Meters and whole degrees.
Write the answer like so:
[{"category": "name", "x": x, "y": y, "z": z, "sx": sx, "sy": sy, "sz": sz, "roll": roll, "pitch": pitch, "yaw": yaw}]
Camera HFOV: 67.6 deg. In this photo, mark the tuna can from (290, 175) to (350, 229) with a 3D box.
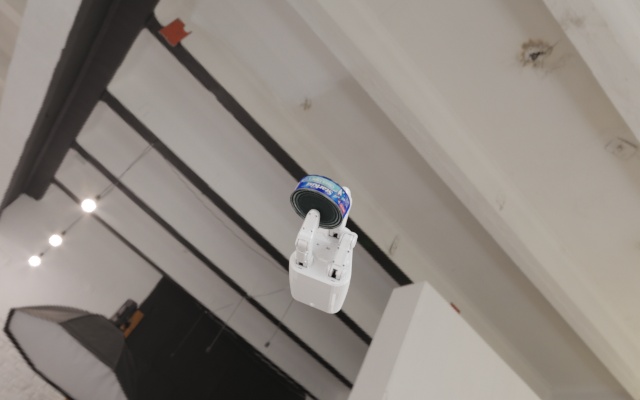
[{"category": "tuna can", "x": 0.000, "y": 0.002, "z": 0.707, "sx": 0.086, "sy": 0.033, "sz": 0.086, "roll": 20, "pitch": -35, "yaw": 15}]
